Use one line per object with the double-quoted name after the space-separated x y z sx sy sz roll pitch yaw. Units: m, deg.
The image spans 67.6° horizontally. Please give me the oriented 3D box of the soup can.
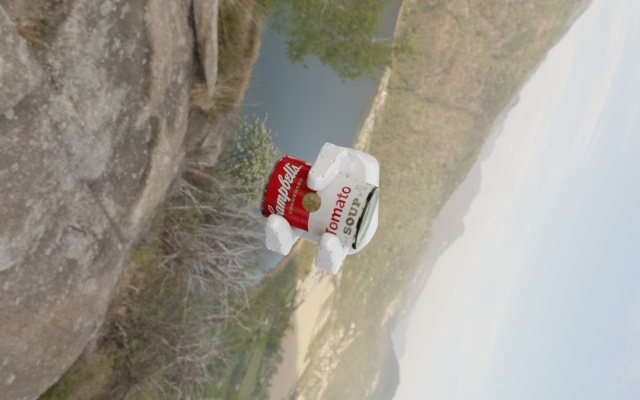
0.000 0.002 0.478 0.102 0.068 0.068 20 5 13 "soup can"
